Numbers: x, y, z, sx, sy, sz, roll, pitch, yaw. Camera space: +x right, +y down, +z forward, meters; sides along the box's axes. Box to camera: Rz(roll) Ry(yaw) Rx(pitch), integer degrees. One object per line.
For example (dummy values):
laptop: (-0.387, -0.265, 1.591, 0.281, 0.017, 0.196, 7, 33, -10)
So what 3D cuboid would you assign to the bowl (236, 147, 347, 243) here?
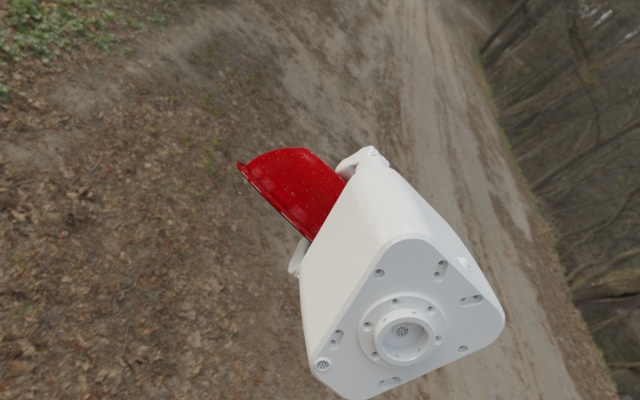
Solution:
bowl: (0.000, 0.001, 0.444, 0.162, 0.055, 0.162, 43, 0, 0)
